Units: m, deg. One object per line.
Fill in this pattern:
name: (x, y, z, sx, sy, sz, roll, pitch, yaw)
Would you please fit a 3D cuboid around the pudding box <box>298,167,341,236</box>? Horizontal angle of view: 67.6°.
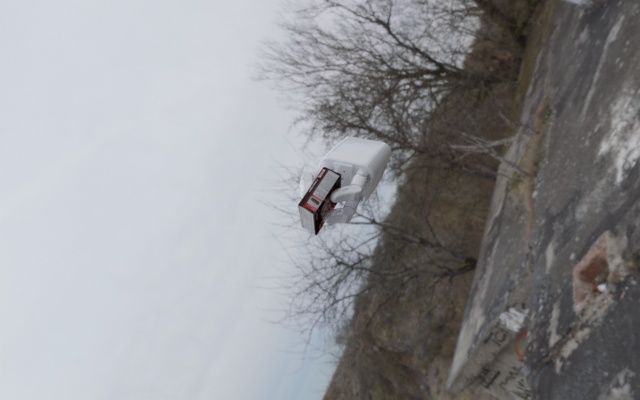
pudding box: (0.000, 0.003, 0.859, 0.039, 0.090, 0.113, 28, -19, 15)
